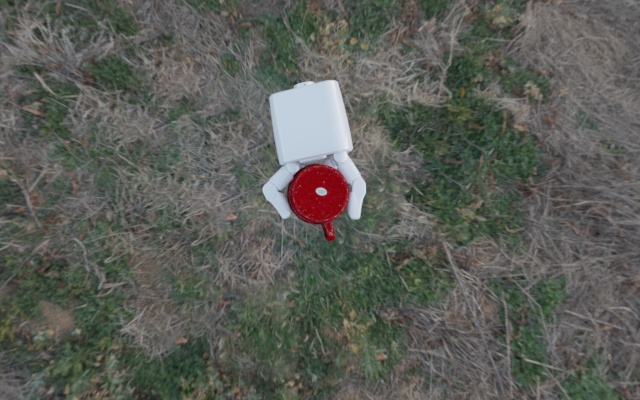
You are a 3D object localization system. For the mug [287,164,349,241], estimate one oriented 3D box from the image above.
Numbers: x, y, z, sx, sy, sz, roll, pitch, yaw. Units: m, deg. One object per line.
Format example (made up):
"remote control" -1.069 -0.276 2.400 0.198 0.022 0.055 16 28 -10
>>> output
"mug" 0.000 0.004 0.691 0.093 0.117 0.081 -13 1 -3
